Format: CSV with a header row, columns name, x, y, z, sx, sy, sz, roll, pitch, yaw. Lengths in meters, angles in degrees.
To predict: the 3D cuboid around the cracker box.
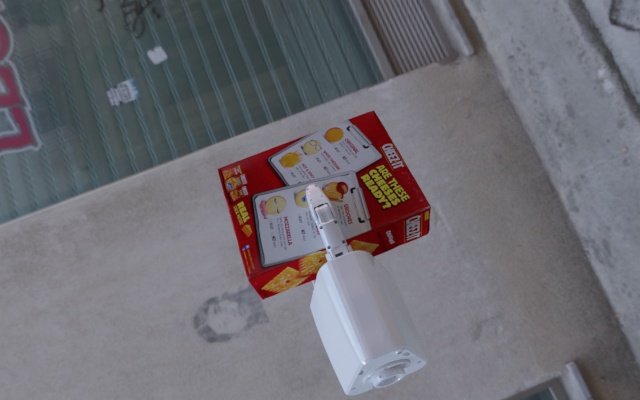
name,x,y,z,sx,sy,sz,roll,pitch,yaw
cracker box,0.000,0.002,0.579,0.213,0.164,0.072,-21,-34,-3
